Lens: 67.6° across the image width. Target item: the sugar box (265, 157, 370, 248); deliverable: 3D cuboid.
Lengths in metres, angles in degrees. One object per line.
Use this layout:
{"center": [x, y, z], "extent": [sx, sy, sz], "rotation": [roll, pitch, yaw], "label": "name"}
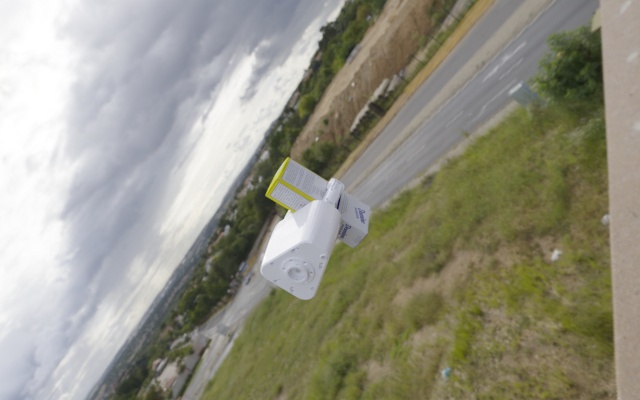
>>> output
{"center": [0.000, 0.003, 0.814], "extent": [0.176, 0.048, 0.093], "rotation": [34, 29, -10], "label": "sugar box"}
